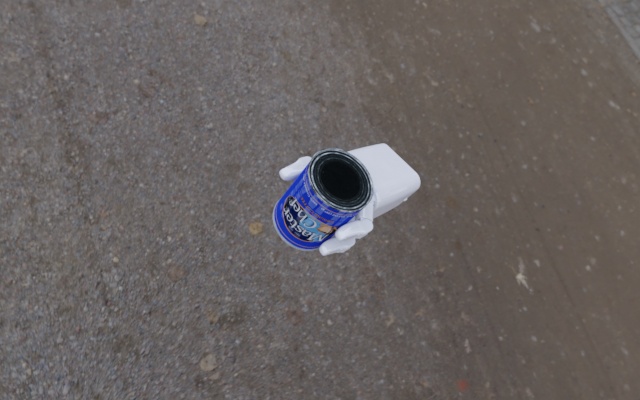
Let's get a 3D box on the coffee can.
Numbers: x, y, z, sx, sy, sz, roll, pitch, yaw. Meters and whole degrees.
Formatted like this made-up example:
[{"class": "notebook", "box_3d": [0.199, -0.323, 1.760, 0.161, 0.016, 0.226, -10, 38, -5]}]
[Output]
[{"class": "coffee can", "box_3d": [0.000, 0.002, 0.715, 0.103, 0.102, 0.140, 0, -27, -28]}]
